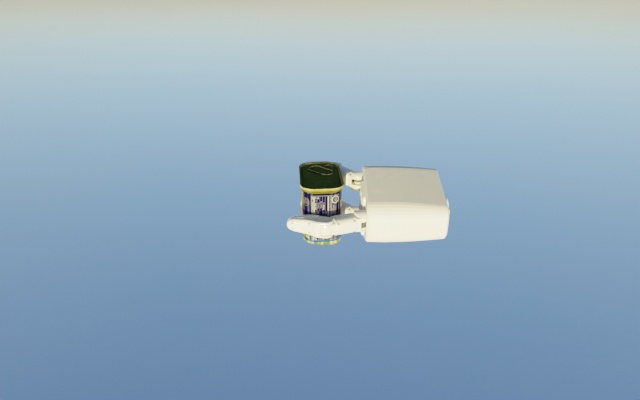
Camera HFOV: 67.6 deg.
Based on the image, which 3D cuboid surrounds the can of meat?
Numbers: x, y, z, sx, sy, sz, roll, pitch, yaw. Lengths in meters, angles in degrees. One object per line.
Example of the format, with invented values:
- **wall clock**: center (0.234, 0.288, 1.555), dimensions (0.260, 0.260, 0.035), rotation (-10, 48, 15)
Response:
- **can of meat**: center (0.000, 0.003, 0.662), dimensions (0.057, 0.084, 0.102), rotation (-2, 25, -3)
